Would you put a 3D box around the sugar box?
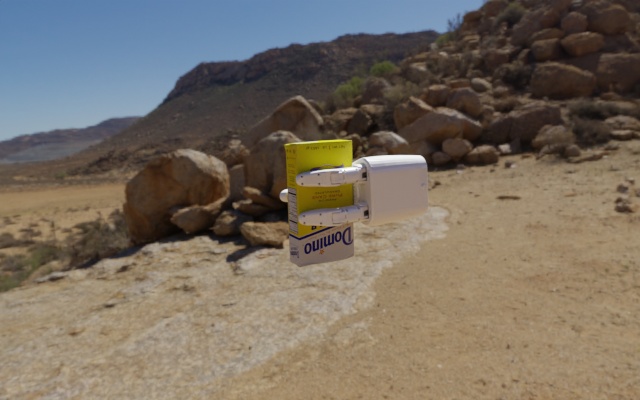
[{"bbox_3d":[0.000,0.002,0.696,0.093,0.176,0.048,-7,8,-26],"label":"sugar box"}]
